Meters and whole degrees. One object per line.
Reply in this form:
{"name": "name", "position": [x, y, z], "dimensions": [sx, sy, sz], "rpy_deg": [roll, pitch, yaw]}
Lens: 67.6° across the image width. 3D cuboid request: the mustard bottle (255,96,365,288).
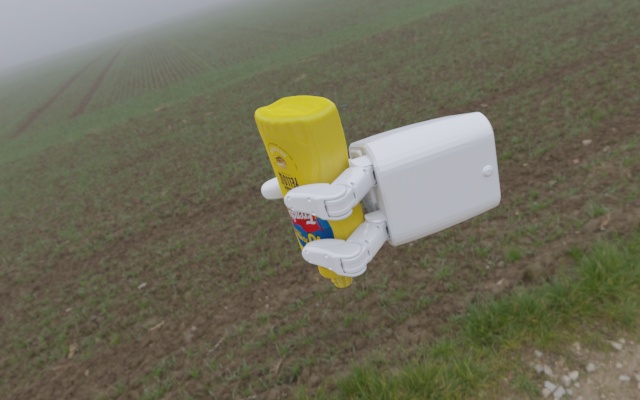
{"name": "mustard bottle", "position": [0.000, 0.001, 0.449], "dimensions": [0.058, 0.192, 0.096], "rpy_deg": [-30, 29, -26]}
